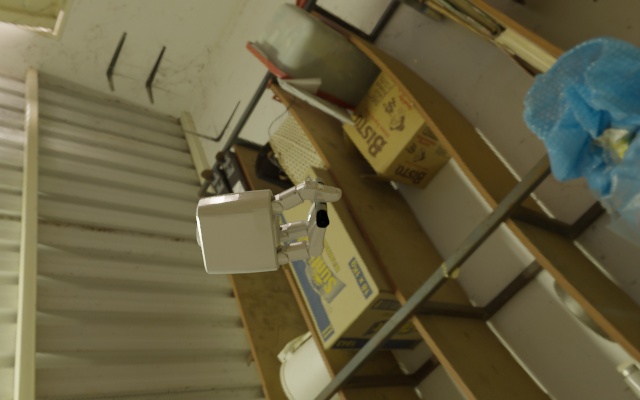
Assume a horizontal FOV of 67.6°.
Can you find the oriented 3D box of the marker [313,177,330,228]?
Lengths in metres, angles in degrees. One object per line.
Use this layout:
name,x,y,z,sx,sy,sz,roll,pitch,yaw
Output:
marker,0.000,0.002,0.698,0.020,0.020,0.121,0,31,-3
